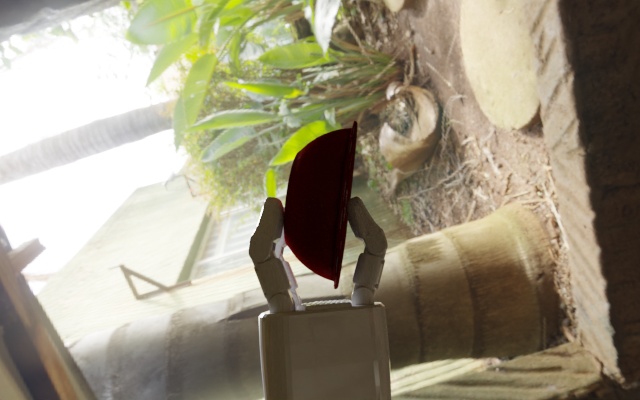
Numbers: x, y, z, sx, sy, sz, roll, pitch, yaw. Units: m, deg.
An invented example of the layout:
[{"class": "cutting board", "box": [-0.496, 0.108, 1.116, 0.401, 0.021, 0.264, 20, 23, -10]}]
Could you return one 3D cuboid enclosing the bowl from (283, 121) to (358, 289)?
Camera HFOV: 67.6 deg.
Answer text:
[{"class": "bowl", "box": [0.000, 0.000, 0.462, 0.055, 0.162, 0.162, 7, 1, 5]}]
